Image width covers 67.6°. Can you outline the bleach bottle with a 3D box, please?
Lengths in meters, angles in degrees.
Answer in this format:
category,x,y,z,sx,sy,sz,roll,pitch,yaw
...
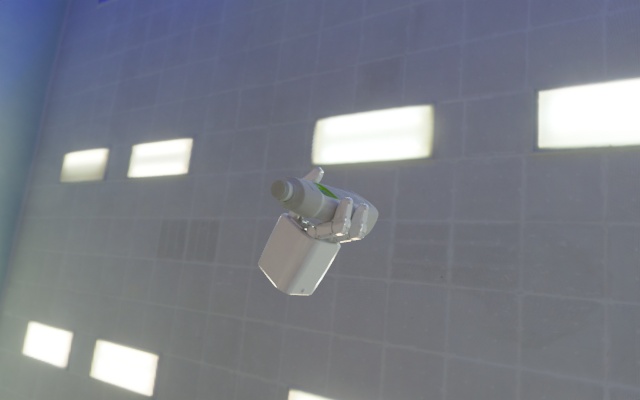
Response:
category,x,y,z,sx,sy,sz,roll,pitch,yaw
bleach bottle,0.000,0.003,0.815,0.102,0.068,0.251,33,9,35
